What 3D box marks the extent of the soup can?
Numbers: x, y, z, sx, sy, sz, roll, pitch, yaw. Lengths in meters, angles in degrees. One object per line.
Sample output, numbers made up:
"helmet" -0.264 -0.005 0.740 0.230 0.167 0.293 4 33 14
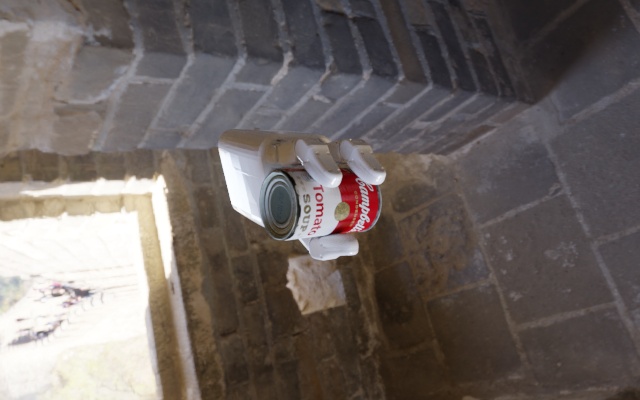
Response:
"soup can" 0.000 0.002 0.469 0.102 0.068 0.068 -4 2 -37
